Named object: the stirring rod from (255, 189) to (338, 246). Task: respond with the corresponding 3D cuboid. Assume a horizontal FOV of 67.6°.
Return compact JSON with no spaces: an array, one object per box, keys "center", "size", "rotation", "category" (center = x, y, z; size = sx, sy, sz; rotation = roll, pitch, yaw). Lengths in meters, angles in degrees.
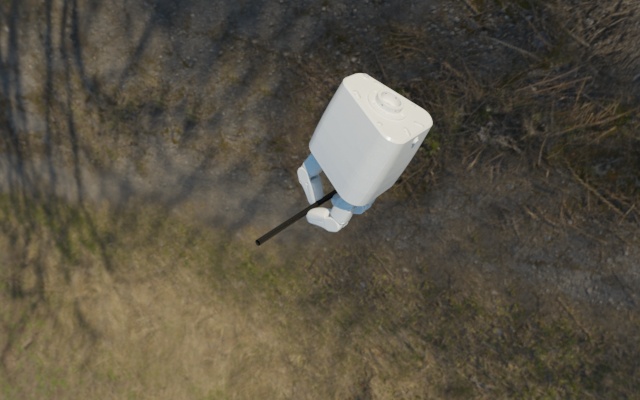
[{"center":[0.000,0.002,0.650],"size":[0.011,0.011,0.239],"rotation":[0,24,43],"category":"stirring rod"}]
